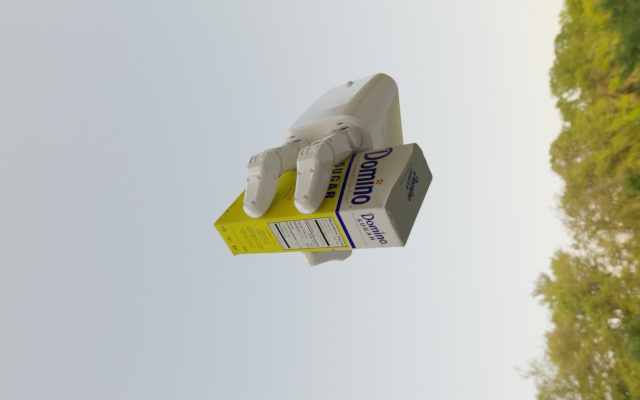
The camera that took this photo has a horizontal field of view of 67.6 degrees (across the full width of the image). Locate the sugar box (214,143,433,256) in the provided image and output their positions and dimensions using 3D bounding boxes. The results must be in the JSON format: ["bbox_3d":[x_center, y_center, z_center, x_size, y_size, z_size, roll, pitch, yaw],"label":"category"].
[{"bbox_3d":[0.000,0.001,0.419,0.176,0.048,0.093,-10,32,35],"label":"sugar box"}]
